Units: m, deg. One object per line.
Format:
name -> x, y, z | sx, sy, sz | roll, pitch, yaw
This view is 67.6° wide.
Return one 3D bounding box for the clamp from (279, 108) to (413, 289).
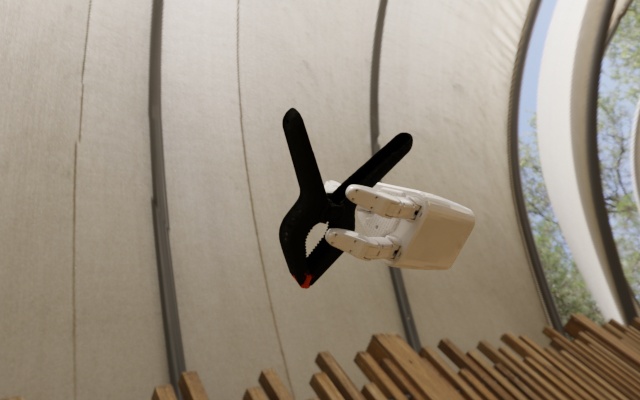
clamp -> 0.000, 0.002, 0.528 | 0.164, 0.210, 0.036 | 14, 19, -35
